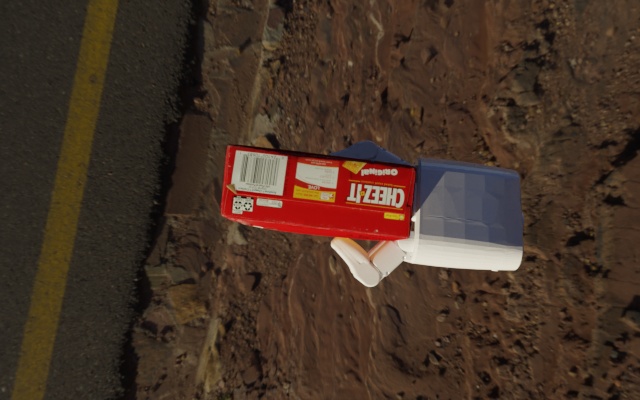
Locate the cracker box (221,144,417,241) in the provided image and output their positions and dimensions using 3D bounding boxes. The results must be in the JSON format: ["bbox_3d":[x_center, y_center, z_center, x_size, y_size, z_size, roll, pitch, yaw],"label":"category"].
[{"bbox_3d":[0.000,0.001,0.504,0.164,0.072,0.214,7,-5,2],"label":"cracker box"}]
